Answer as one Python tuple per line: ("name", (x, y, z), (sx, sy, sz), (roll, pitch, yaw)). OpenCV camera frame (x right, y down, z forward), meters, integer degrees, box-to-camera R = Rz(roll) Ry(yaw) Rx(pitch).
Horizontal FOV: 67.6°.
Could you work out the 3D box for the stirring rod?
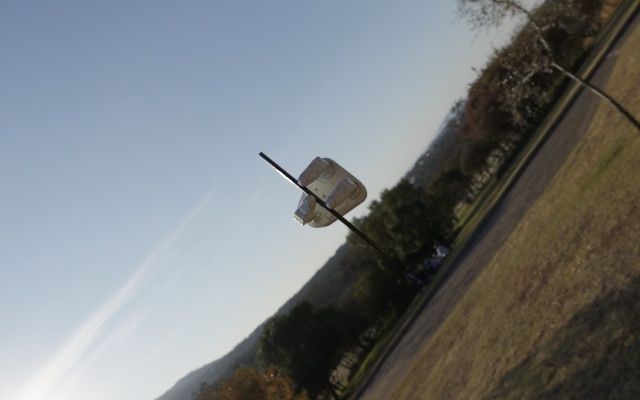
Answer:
("stirring rod", (0.000, 0.002, 0.709), (0.239, 0.011, 0.011), (39, 8, 10))
